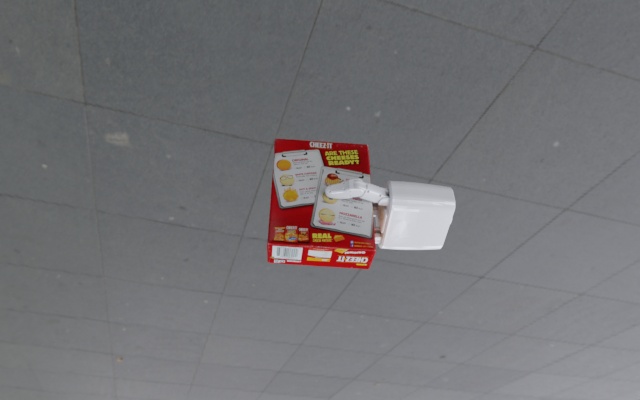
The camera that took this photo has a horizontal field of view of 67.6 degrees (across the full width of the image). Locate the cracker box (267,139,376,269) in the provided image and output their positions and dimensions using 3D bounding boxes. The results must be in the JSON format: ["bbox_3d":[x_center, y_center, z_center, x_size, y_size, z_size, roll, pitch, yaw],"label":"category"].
[{"bbox_3d":[0.000,0.003,0.784,0.164,0.213,0.072,3,-37,-5],"label":"cracker box"}]
